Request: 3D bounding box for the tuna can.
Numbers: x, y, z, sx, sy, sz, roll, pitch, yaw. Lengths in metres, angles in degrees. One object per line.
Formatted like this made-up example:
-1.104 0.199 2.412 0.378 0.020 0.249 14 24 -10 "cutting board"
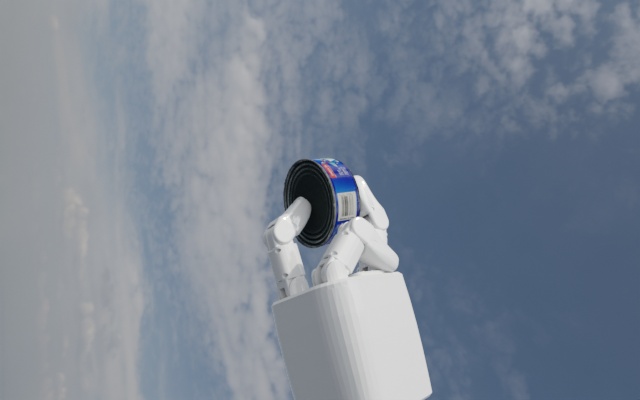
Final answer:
0.001 0.001 0.465 0.034 0.086 0.086 -7 4 -36 "tuna can"
